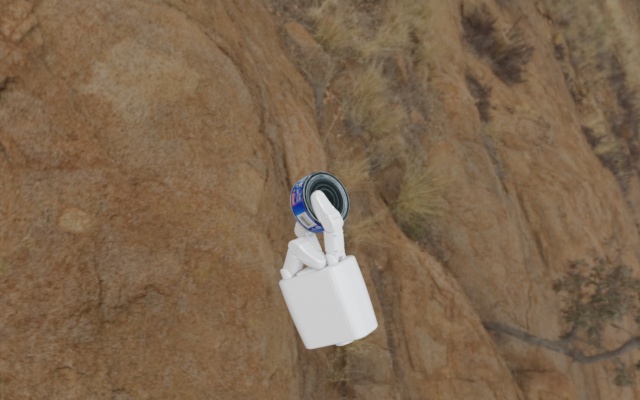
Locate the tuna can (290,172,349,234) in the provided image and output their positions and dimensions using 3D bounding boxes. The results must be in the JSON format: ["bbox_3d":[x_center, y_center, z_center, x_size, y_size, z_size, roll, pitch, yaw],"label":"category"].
[{"bbox_3d":[0.000,0.002,0.688,0.086,0.086,0.034,0,-17,-38],"label":"tuna can"}]
